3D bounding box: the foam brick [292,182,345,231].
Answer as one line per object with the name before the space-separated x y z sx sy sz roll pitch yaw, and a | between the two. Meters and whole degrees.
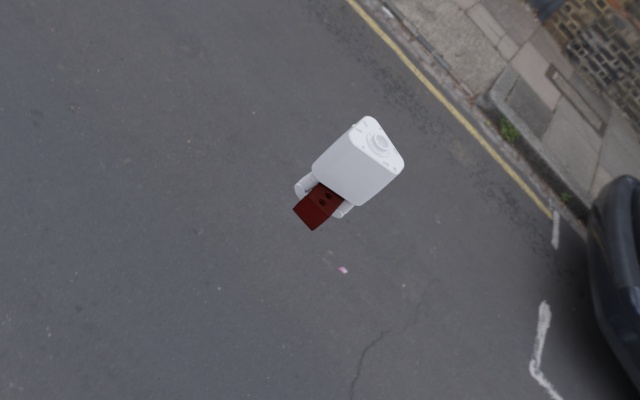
foam brick | 0.000 0.003 0.816 0.051 0.053 0.078 -40 6 43
